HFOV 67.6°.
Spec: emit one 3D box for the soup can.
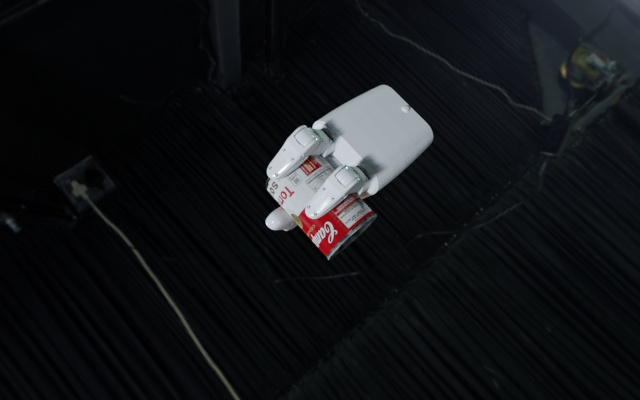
[{"bbox_3d":[-0.001,0.002,0.499,0.068,0.102,0.068,-41,-10,-9],"label":"soup can"}]
